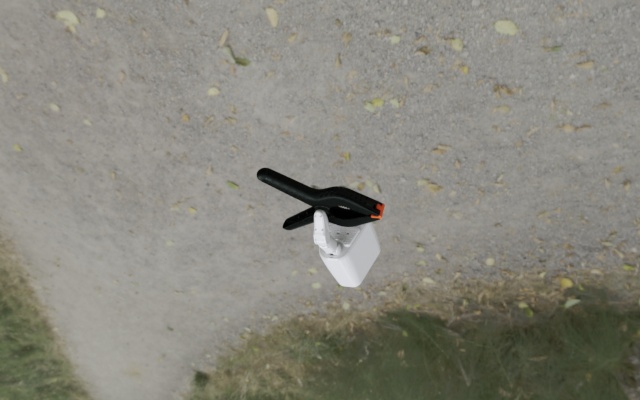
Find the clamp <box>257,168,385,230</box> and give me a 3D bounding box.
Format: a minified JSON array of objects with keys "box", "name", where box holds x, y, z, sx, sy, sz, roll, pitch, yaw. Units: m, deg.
[{"box":[0.000,0.003,0.800,0.210,0.036,0.165,1,-36,25],"name":"clamp"}]
